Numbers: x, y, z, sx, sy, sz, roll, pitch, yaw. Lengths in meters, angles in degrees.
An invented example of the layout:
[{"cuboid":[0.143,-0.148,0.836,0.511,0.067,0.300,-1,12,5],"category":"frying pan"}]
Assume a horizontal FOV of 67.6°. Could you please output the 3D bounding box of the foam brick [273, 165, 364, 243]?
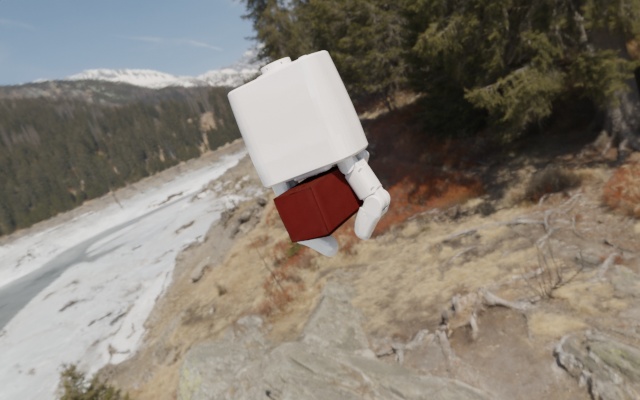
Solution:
[{"cuboid":[0.000,0.002,0.492,0.053,0.051,0.078,-15,13,38],"category":"foam brick"}]
